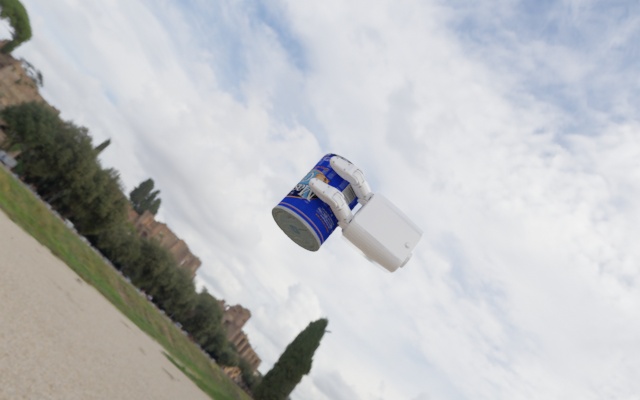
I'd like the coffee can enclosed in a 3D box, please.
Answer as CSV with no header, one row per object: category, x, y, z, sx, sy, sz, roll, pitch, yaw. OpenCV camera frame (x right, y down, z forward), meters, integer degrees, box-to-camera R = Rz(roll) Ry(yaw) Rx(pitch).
coffee can,0.000,0.003,0.816,0.140,0.103,0.103,-47,23,-23
